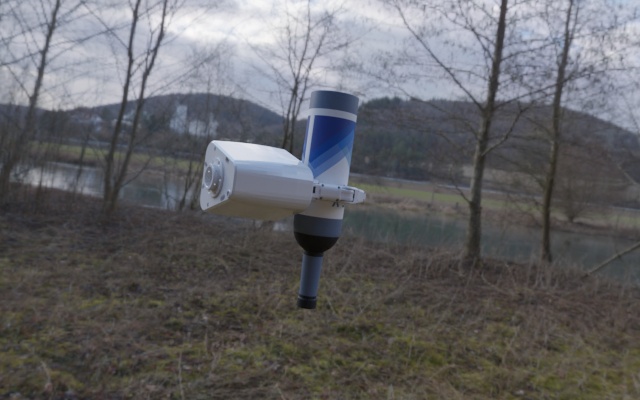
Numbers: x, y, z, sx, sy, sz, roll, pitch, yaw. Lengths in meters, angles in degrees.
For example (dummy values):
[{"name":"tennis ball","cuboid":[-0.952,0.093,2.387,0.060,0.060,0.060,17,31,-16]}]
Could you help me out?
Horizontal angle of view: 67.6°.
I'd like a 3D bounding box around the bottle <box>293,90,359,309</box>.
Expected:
[{"name":"bottle","cuboid":[0.000,0.002,0.659,0.069,0.296,0.069,8,2,0]}]
